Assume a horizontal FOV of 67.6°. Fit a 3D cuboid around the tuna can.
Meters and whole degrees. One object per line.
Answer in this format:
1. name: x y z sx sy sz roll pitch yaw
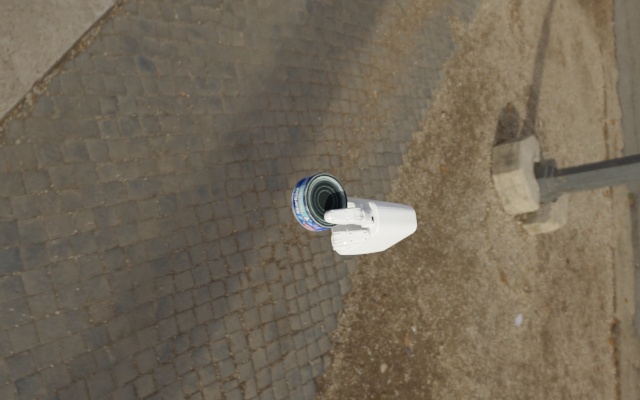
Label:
1. tuna can: 0.000 0.002 0.722 0.086 0.086 0.034 0 -9 -39
